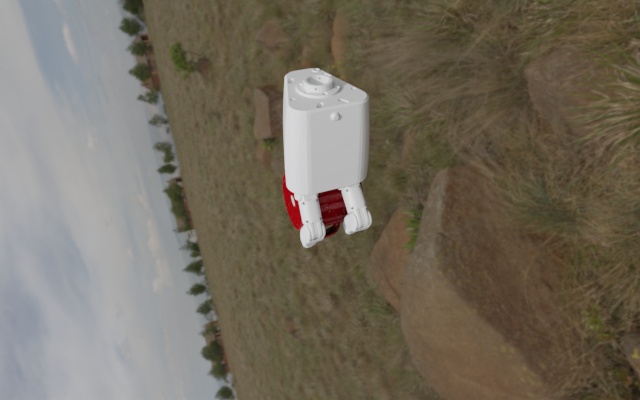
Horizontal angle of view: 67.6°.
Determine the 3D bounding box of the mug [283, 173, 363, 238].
[{"bbox_3d":[0.000,0.003,0.630,0.081,0.117,0.093,-13,39,-17],"label":"mug"}]
